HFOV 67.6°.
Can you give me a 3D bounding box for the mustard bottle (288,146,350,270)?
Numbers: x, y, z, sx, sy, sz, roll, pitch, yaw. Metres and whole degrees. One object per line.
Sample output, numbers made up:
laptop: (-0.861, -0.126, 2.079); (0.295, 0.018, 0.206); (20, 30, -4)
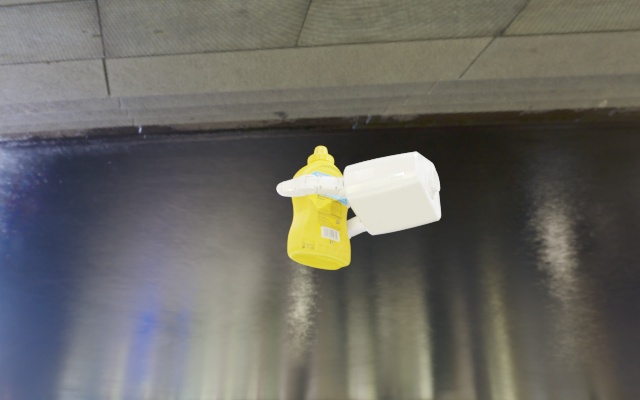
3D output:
mustard bottle: (0.000, 0.003, 0.724); (0.096, 0.191, 0.058); (19, -31, -32)
